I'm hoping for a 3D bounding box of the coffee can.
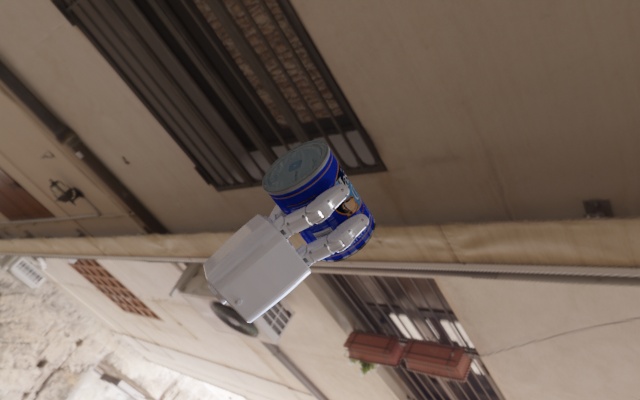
[{"bbox_3d":[0.000,0.002,0.665,0.103,0.140,0.102,-25,31,17],"label":"coffee can"}]
